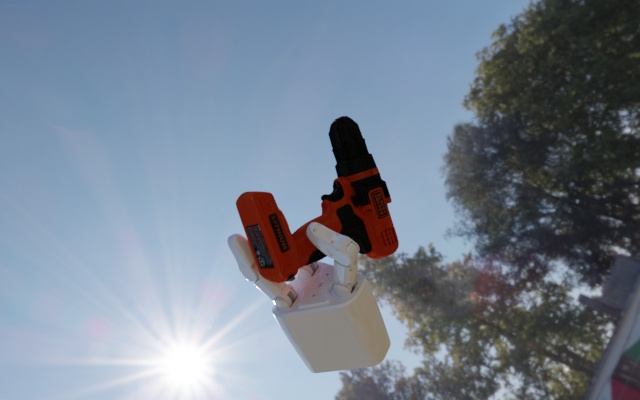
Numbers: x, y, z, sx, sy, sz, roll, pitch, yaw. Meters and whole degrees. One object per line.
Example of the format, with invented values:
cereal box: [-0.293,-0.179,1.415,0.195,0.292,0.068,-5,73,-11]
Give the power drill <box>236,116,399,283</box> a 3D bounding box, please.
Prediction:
power drill: [0.000,0.002,0.563,0.187,0.184,0.057,-20,0,-32]
